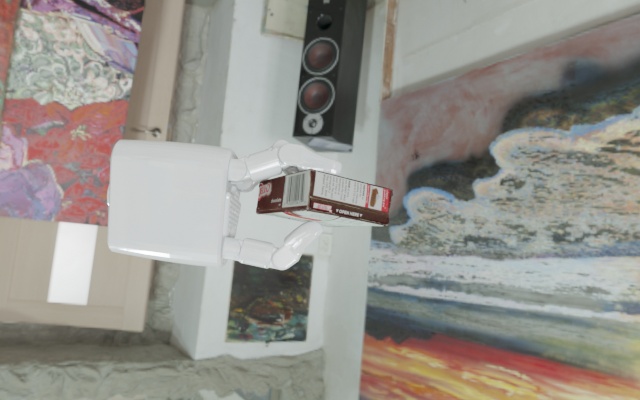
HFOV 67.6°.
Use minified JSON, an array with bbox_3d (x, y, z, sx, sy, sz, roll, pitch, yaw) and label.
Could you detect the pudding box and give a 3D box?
[{"bbox_3d":[0.000,0.002,0.463,0.090,0.039,0.113,11,-7,-29],"label":"pudding box"}]
